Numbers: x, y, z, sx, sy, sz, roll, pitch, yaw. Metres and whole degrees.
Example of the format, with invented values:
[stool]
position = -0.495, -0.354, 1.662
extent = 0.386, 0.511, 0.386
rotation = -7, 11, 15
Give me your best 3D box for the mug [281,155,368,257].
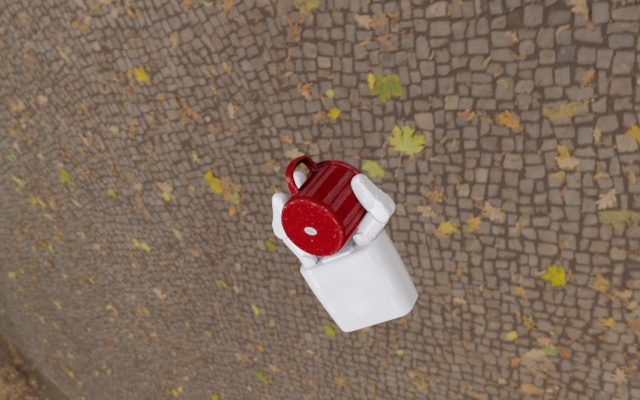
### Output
[mug]
position = -0.001, 0.001, 0.557
extent = 0.093, 0.117, 0.081
rotation = -19, 21, 39
